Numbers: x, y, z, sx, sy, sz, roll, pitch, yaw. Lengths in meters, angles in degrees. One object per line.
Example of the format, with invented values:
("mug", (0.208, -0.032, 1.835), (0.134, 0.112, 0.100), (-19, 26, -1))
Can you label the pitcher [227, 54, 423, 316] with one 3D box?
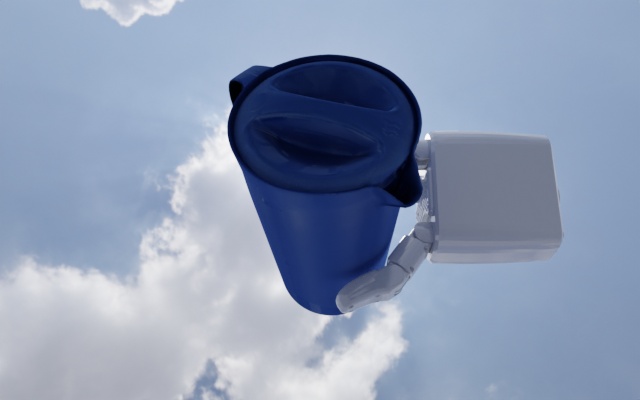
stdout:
("pitcher", (0.000, 0.001, 0.424), (0.145, 0.149, 0.243), (-2, -35, 1))
